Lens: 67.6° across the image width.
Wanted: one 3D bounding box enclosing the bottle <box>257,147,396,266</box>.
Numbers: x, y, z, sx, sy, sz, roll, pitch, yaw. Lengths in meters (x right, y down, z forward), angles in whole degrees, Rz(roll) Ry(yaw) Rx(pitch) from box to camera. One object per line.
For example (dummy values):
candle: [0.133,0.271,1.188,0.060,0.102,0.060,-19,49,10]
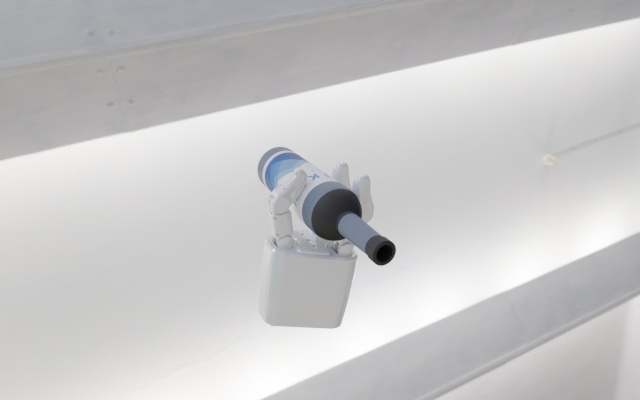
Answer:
bottle: [0.000,0.002,0.591,0.069,0.069,0.295,0,20,-27]
